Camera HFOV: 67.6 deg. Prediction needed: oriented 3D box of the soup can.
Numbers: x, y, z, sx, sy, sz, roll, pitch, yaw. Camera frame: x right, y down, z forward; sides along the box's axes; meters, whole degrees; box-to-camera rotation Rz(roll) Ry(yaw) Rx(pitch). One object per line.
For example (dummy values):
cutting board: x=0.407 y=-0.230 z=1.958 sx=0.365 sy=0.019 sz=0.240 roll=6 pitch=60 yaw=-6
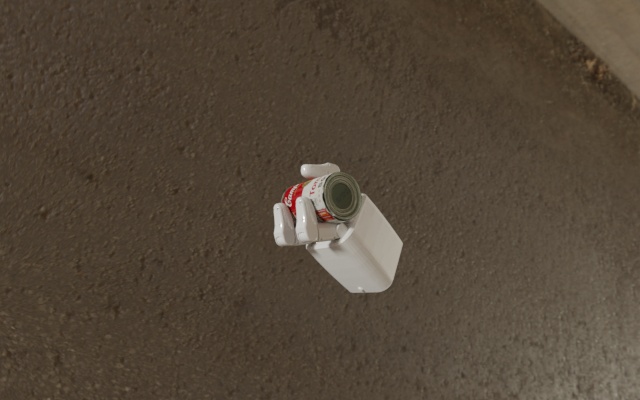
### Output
soup can: x=0.000 y=0.002 z=0.666 sx=0.068 sy=0.068 sz=0.102 roll=0 pitch=-9 yaw=-37
